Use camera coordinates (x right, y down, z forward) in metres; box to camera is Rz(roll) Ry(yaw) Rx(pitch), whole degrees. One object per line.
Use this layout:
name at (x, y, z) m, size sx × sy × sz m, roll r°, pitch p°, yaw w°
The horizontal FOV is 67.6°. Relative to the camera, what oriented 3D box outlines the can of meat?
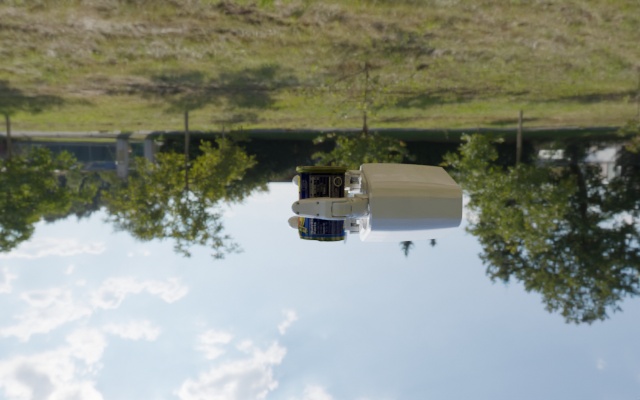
can of meat at (0.000, 0.002, 0.569) m, size 0.057 × 0.084 × 0.102 m, roll 0°, pitch 3°, yaw -4°
